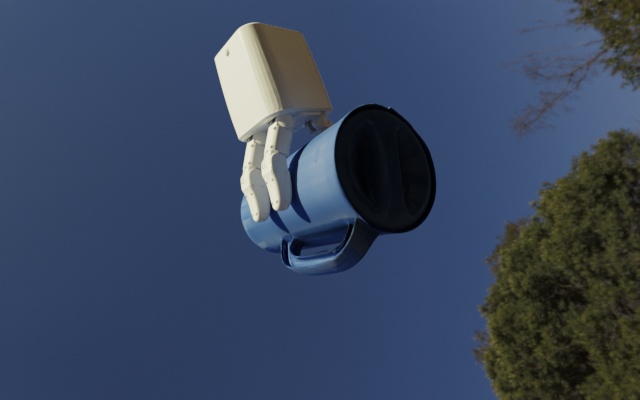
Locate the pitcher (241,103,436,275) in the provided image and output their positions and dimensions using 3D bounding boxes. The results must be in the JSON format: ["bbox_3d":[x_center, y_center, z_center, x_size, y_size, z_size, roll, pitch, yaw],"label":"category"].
[{"bbox_3d":[0.000,0.002,0.555,0.149,0.145,0.243,-20,-2,-37],"label":"pitcher"}]
